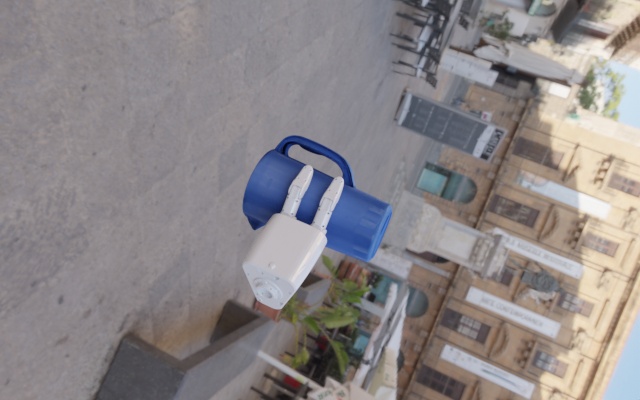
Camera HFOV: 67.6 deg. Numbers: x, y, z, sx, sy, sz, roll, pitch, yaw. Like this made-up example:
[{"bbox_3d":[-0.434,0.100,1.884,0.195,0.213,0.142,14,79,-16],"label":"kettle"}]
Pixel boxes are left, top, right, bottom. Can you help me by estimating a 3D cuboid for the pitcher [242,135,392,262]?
[{"bbox_3d":[0.000,0.003,0.836,0.243,0.145,0.149,23,-40,12],"label":"pitcher"}]
